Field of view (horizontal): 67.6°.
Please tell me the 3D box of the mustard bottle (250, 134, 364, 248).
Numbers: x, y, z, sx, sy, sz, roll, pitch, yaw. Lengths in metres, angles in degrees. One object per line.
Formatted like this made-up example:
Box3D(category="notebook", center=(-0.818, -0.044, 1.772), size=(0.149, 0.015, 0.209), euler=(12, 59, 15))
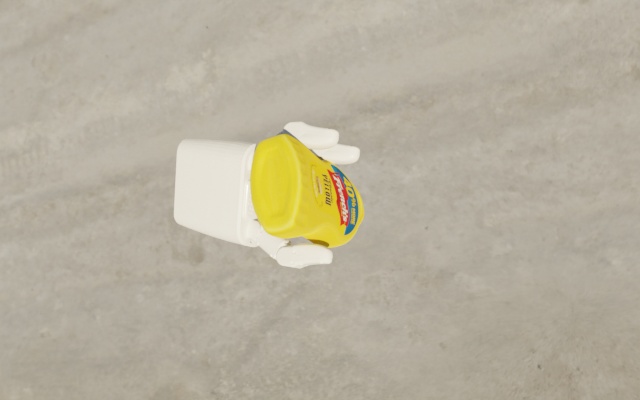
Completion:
Box3D(category="mustard bottle", center=(0.000, 0.002, 0.520), size=(0.058, 0.096, 0.192), euler=(-16, -18, 24))
